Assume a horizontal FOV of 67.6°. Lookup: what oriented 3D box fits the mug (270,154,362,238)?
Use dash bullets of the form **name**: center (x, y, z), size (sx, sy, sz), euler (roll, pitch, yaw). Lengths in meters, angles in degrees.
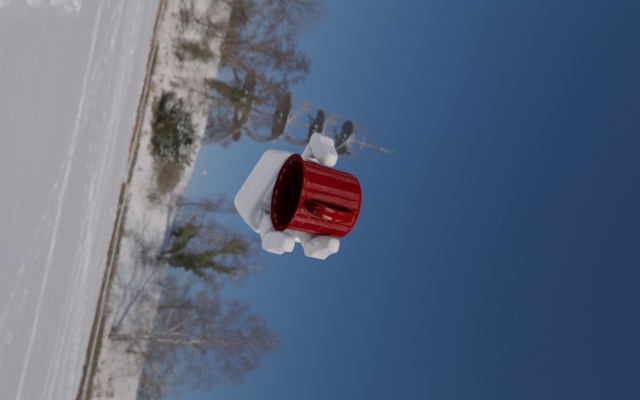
- **mug**: center (0.001, 0.002, 0.557), size (0.081, 0.093, 0.117), euler (14, 7, -25)
